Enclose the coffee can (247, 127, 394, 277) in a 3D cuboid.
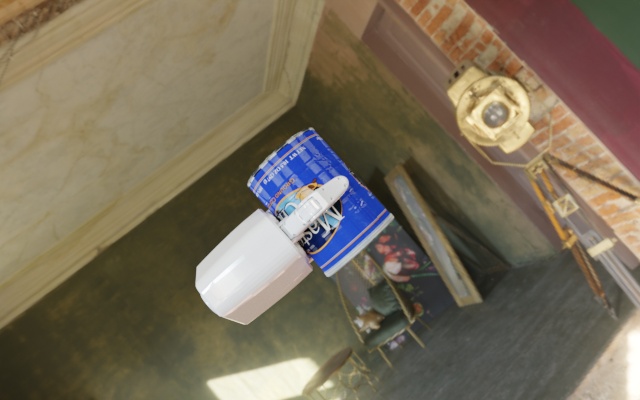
[{"bbox_3d":[0.000,0.002,0.551,0.103,0.140,0.103,-42,-4,-3],"label":"coffee can"}]
